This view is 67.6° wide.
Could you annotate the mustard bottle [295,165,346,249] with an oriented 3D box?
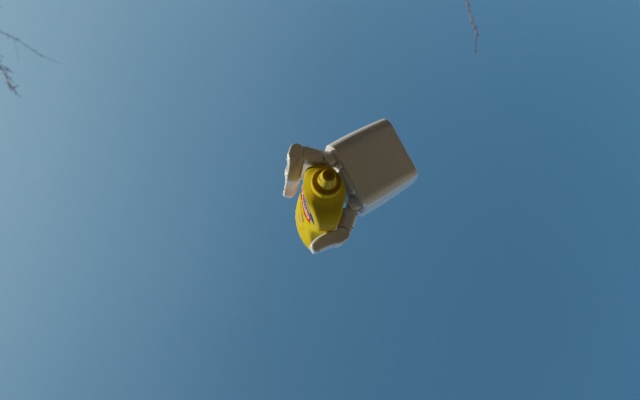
[{"bbox_3d":[0.000,0.002,0.697,0.058,0.096,0.192,-6,-21,-10],"label":"mustard bottle"}]
